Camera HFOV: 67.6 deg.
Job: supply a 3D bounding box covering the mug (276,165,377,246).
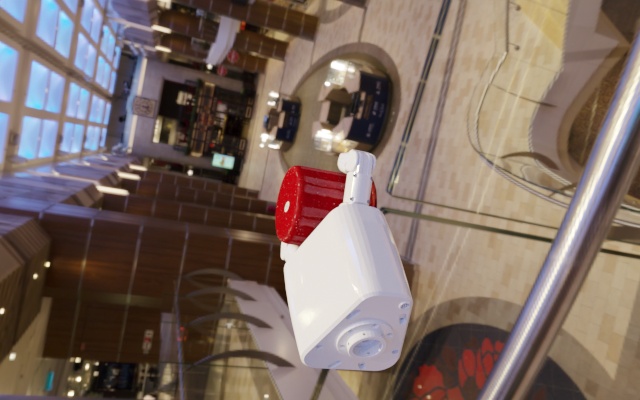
[{"bbox_3d":[0.000,0.001,0.510,0.081,0.093,0.117,9,36,-19],"label":"mug"}]
